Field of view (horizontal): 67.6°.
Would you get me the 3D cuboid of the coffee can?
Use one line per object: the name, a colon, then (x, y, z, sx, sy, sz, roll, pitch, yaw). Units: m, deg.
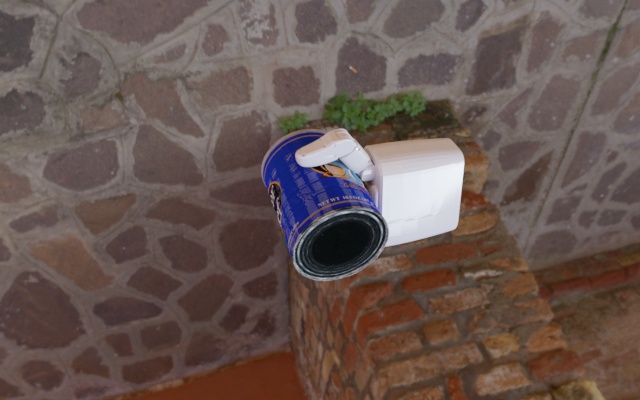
coffee can: (0.000, 0.002, 0.524, 0.103, 0.103, 0.140, 0, 40, -23)
